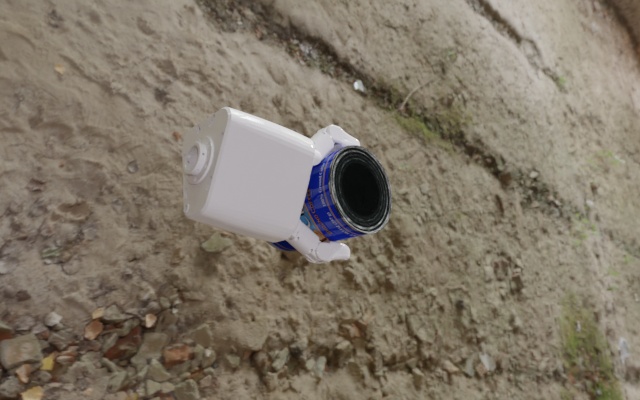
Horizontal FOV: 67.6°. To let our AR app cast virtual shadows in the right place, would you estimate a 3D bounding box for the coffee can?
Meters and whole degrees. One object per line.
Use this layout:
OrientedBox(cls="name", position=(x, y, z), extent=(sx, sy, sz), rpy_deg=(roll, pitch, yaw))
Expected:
OrientedBox(cls="coffee can", position=(0.000, 0.002, 0.578), extent=(0.103, 0.103, 0.140), rpy_deg=(0, -12, -44))
